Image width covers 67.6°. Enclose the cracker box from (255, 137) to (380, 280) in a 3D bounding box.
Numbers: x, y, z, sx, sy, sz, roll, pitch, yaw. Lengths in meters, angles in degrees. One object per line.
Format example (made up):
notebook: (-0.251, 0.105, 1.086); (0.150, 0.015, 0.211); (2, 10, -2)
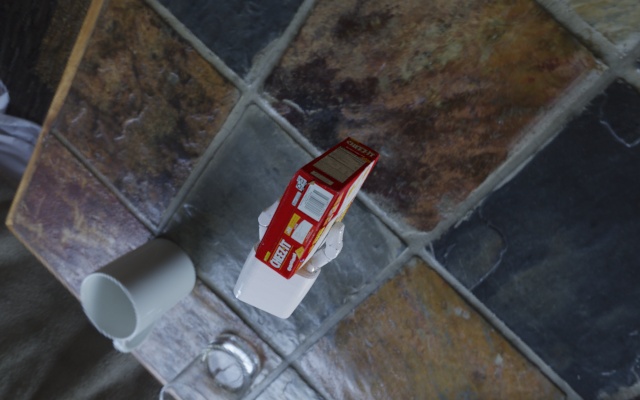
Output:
cracker box: (0.000, 0.003, 0.742); (0.072, 0.164, 0.213); (33, 28, 8)
